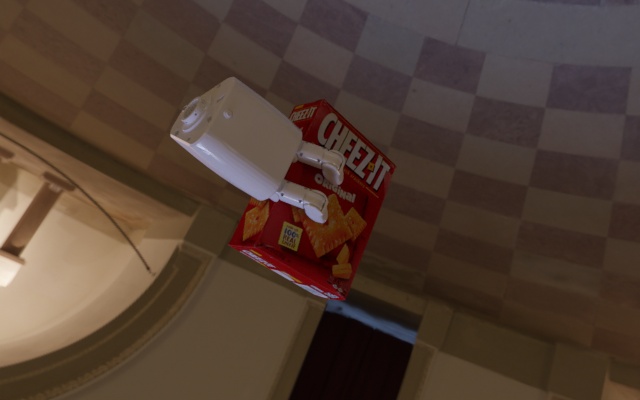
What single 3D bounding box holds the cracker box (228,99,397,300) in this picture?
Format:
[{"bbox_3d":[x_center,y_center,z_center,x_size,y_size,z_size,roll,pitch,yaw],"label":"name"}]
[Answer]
[{"bbox_3d":[0.000,0.002,0.633,0.164,0.213,0.072,37,-23,-34],"label":"cracker box"}]
